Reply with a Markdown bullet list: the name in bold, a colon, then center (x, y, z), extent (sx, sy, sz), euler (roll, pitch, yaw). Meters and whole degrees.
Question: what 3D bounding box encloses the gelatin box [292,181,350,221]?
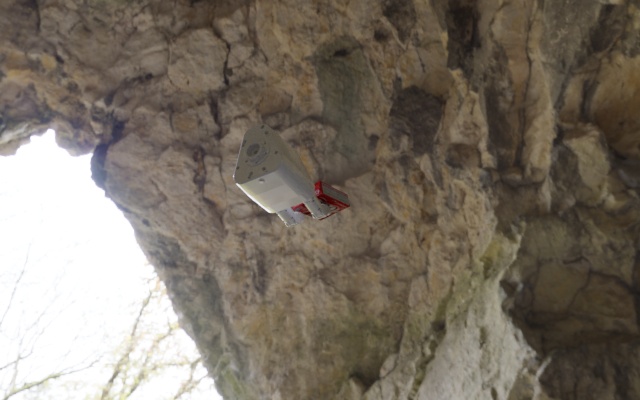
- **gelatin box**: center (0.000, 0.003, 0.898), extent (0.073, 0.030, 0.089), euler (-27, -32, 29)
